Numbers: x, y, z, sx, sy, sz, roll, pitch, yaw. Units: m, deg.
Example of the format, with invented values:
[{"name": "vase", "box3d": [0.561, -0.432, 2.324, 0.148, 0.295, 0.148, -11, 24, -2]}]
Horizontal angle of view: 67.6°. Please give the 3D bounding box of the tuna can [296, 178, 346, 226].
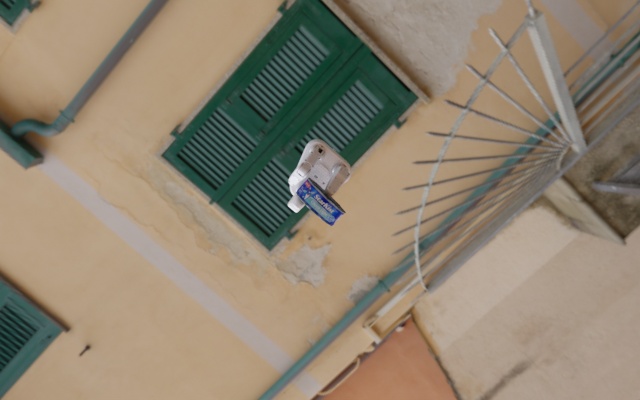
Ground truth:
[{"name": "tuna can", "box3d": [0.000, 0.003, 0.797, 0.086, 0.034, 0.086, 43, 5, -5]}]
